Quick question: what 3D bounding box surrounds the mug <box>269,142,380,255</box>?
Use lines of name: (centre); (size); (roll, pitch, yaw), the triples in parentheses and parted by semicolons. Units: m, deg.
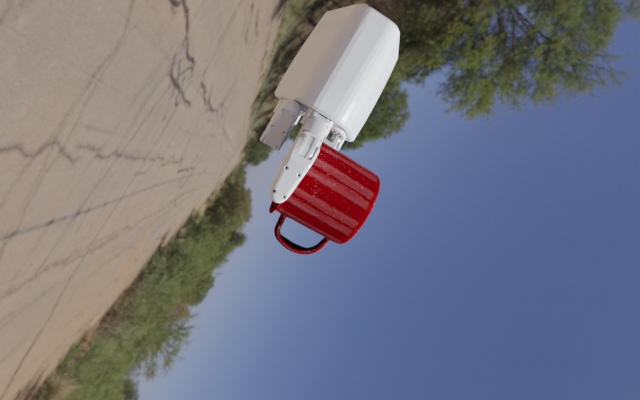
mug: (0.000, 0.003, 0.481); (0.081, 0.117, 0.093); (30, 3, -10)
